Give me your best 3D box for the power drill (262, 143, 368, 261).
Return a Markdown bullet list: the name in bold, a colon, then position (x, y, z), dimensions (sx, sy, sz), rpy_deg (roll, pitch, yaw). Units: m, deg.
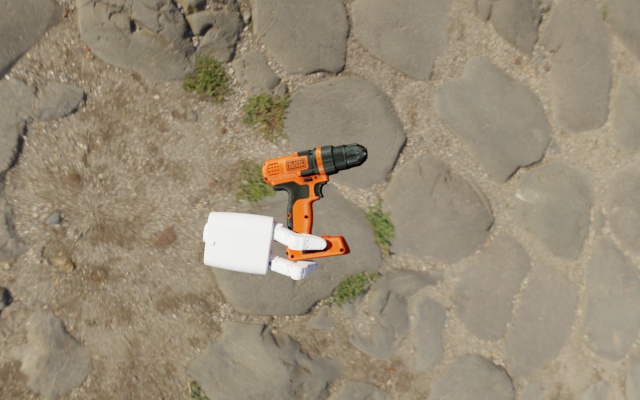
- **power drill**: position (0.000, 0.003, 0.808), dimensions (0.184, 0.187, 0.057), rpy_deg (-11, -9, 15)
